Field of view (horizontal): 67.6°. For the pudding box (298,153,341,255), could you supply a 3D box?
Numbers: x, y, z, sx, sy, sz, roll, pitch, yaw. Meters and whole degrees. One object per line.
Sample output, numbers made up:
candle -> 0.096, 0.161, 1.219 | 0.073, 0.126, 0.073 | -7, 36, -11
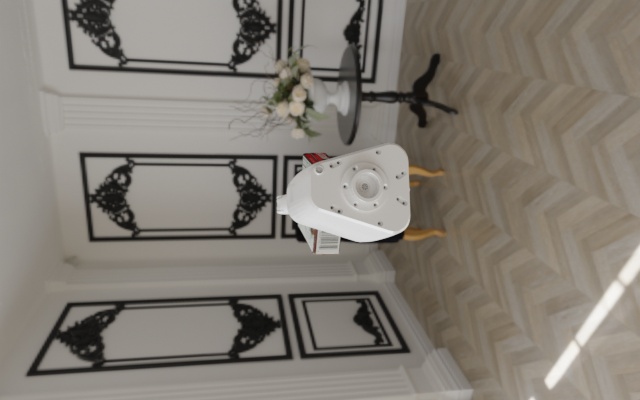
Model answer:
pudding box -> 0.000, 0.002, 0.626 | 0.039, 0.113, 0.090 | 0, 21, -16
